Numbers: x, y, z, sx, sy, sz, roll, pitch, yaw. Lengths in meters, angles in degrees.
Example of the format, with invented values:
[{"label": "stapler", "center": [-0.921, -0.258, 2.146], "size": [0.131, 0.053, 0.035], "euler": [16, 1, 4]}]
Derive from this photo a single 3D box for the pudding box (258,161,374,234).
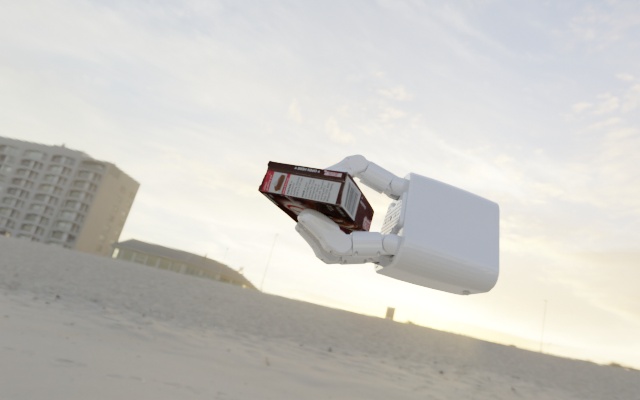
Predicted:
[{"label": "pudding box", "center": [0.000, 0.001, 0.502], "size": [0.090, 0.039, 0.113], "euler": [9, -19, 23]}]
